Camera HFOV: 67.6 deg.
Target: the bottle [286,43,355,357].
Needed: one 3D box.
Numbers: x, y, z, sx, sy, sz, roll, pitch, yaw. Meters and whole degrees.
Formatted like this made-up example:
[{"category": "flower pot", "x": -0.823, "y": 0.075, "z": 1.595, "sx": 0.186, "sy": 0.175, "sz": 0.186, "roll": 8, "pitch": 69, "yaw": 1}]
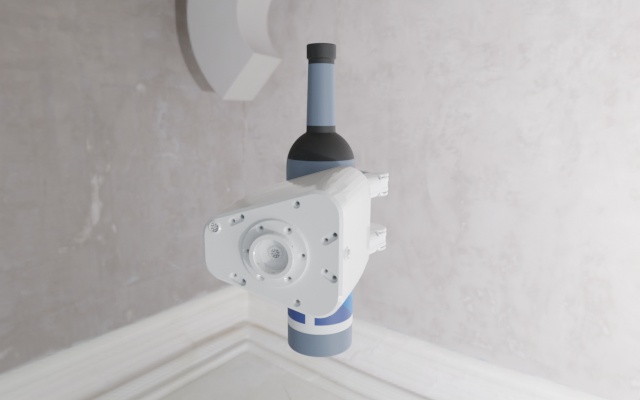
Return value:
[{"category": "bottle", "x": 0.000, "y": 0.002, "z": 0.466, "sx": 0.069, "sy": 0.296, "sz": 0.069, "roll": 0, "pitch": 11, "yaw": 0}]
